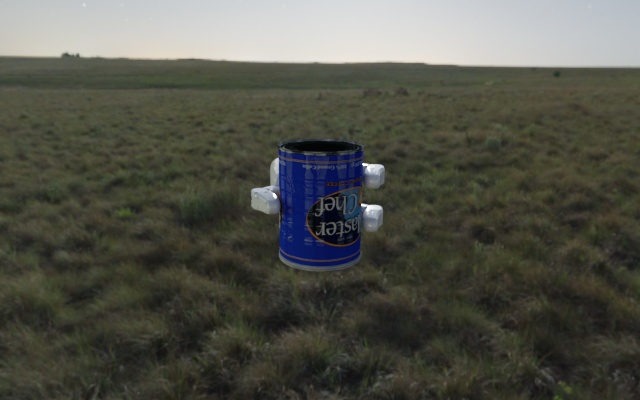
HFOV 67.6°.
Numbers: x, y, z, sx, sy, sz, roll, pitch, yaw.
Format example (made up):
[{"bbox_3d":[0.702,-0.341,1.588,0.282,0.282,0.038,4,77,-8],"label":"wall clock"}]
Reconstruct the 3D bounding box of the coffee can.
[{"bbox_3d":[0.000,0.002,0.579,0.103,0.140,0.102,1,16,0],"label":"coffee can"}]
